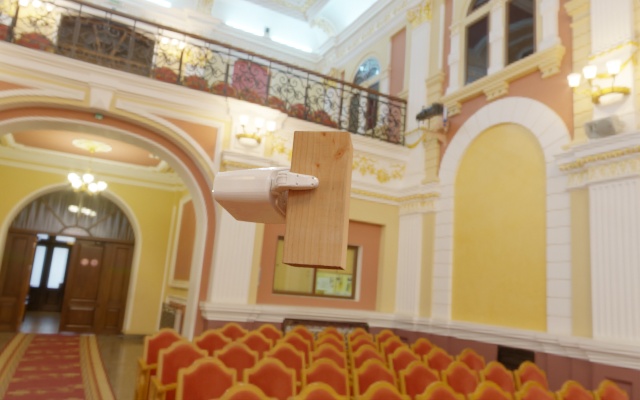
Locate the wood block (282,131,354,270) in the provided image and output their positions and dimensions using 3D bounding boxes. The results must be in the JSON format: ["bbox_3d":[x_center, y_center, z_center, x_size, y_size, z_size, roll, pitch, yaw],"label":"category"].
[{"bbox_3d":[0.000,0.002,0.757,0.090,0.206,0.091,3,-11,9],"label":"wood block"}]
